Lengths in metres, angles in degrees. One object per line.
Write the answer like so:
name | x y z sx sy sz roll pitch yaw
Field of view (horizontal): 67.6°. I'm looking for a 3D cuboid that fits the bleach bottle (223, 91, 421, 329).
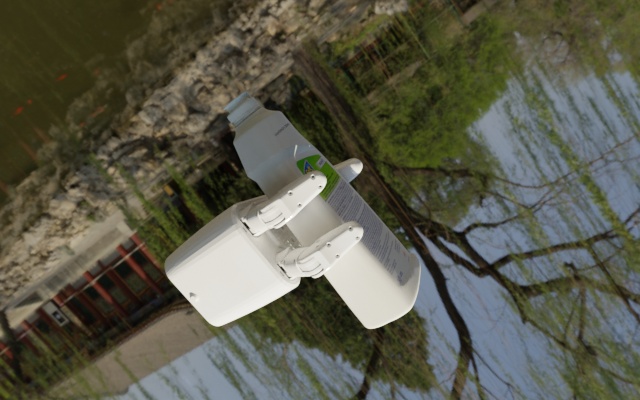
bleach bottle | 0.000 0.002 0.467 0.068 0.251 0.102 -33 12 25
